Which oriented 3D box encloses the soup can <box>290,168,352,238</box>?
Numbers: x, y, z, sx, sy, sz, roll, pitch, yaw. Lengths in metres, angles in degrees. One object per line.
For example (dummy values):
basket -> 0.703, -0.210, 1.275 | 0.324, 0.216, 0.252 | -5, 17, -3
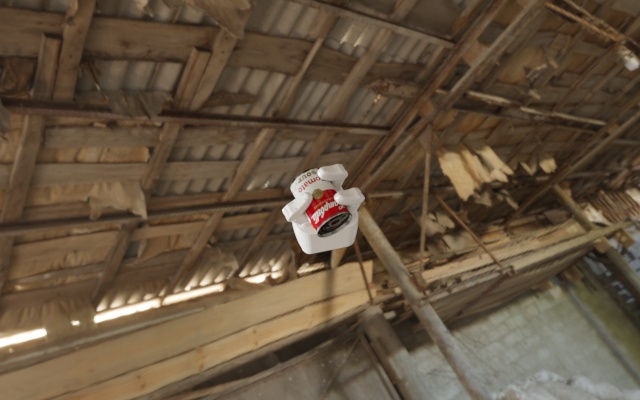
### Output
soup can -> 0.000, 0.002, 0.815 | 0.068, 0.102, 0.068 | -25, -26, -13
